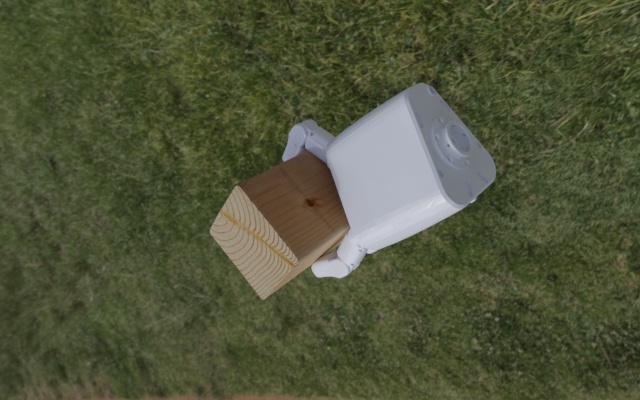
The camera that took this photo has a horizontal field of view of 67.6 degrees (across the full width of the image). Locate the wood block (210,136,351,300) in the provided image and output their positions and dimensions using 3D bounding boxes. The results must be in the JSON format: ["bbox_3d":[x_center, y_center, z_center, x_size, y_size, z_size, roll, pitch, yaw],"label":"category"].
[{"bbox_3d":[0.000,0.001,0.509,0.206,0.091,0.090,-31,-13,-42],"label":"wood block"}]
